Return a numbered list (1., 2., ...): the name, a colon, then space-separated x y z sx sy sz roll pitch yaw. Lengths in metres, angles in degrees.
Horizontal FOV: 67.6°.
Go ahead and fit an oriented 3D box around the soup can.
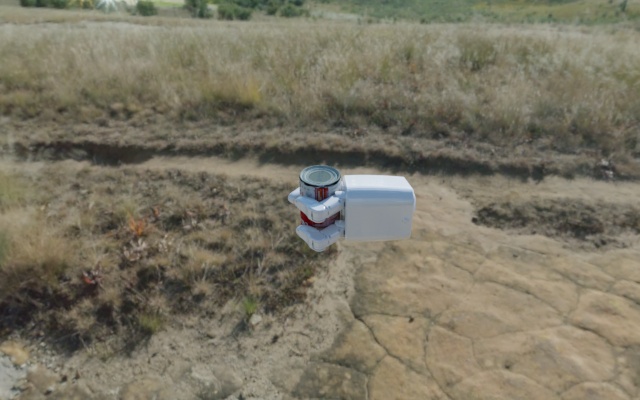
1. soup can: 0.000 0.002 0.776 0.068 0.102 0.068 -1 33 0
